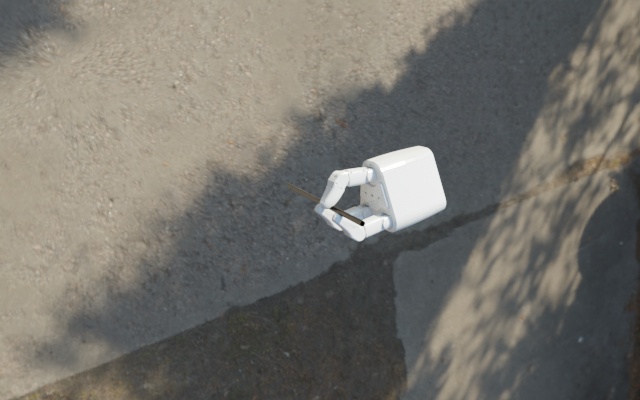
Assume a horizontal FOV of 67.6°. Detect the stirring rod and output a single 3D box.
[{"bbox_3d":[0.000,0.002,0.737,0.011,0.011,0.239,0,14,-29],"label":"stirring rod"}]
